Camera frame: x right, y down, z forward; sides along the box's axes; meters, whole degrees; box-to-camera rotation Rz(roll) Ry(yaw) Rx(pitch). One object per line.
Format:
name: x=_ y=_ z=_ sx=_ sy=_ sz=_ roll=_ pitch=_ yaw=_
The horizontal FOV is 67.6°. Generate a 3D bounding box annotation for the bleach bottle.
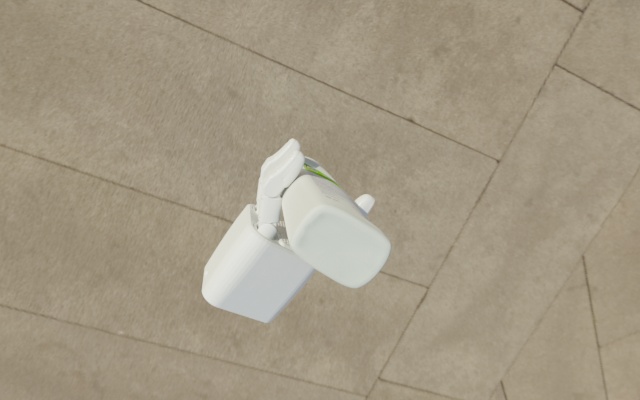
bleach bottle: x=0.000 y=0.002 z=0.571 sx=0.102 sy=0.068 sz=0.250 roll=33 pitch=12 yaw=-19
